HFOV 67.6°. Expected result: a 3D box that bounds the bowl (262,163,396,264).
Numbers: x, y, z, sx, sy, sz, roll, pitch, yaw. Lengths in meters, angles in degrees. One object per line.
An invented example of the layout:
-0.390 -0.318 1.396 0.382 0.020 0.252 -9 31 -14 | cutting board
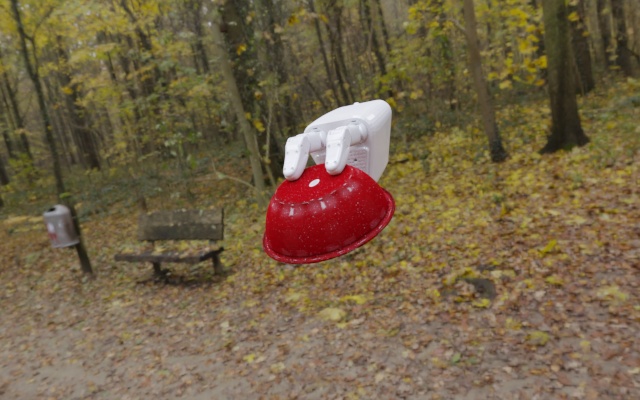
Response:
0.000 0.002 0.542 0.162 0.055 0.162 -16 27 9 | bowl
